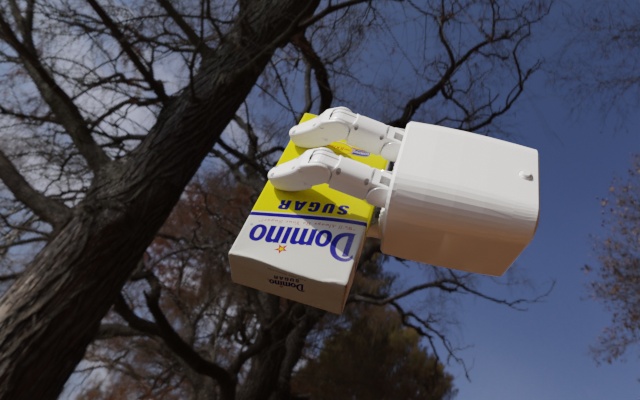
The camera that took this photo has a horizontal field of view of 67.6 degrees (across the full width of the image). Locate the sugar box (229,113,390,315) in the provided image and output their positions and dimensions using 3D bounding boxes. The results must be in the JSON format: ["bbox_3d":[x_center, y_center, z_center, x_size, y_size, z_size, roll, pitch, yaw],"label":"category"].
[{"bbox_3d":[0.000,0.001,0.409,0.093,0.048,0.176,15,47,9],"label":"sugar box"}]
